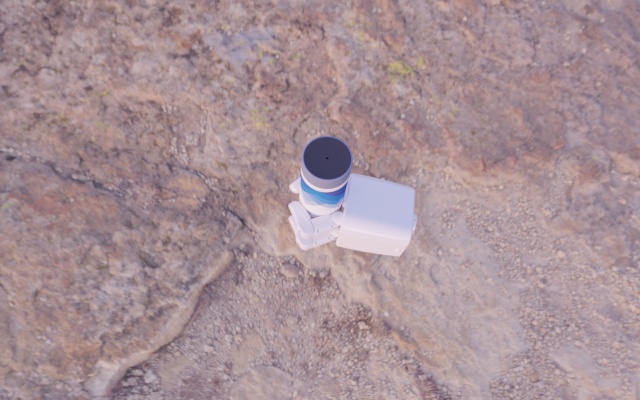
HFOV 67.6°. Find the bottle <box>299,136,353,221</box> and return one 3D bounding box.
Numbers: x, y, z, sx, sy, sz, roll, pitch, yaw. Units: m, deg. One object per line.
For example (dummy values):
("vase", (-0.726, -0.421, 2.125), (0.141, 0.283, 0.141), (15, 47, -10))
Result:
("bottle", (0.000, 0.002, 0.747), (0.069, 0.069, 0.296), (0, -23, -4))
